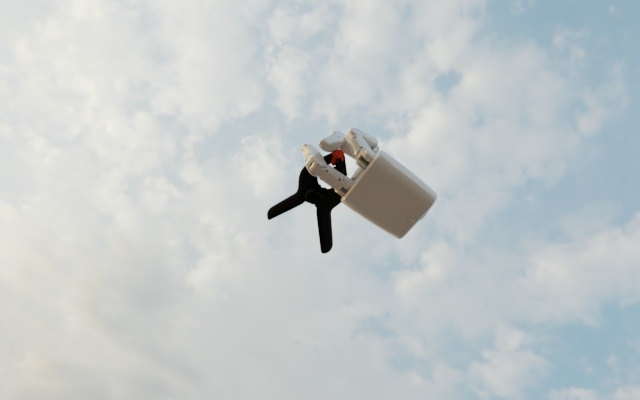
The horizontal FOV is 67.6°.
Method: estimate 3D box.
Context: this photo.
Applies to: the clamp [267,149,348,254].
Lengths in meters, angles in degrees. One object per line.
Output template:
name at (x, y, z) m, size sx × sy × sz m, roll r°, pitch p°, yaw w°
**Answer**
clamp at (0.000, 0.002, 0.749) m, size 0.120 × 0.171 × 0.039 m, roll 36°, pitch 31°, yaw -2°
